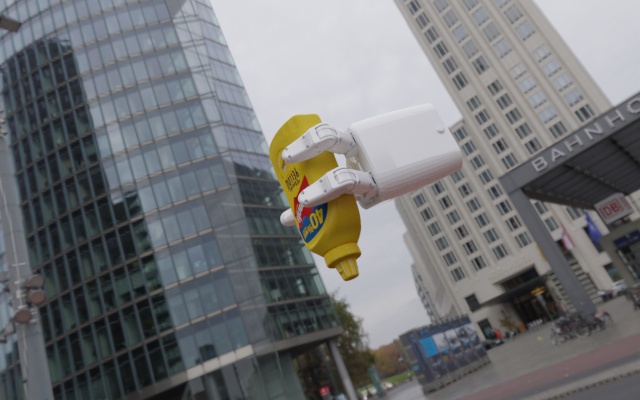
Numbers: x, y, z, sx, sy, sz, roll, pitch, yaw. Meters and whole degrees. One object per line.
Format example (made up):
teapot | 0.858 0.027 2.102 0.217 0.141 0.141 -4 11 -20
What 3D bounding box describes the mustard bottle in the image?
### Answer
mustard bottle | 0.000 0.002 0.550 0.058 0.191 0.096 -8 -26 -33
